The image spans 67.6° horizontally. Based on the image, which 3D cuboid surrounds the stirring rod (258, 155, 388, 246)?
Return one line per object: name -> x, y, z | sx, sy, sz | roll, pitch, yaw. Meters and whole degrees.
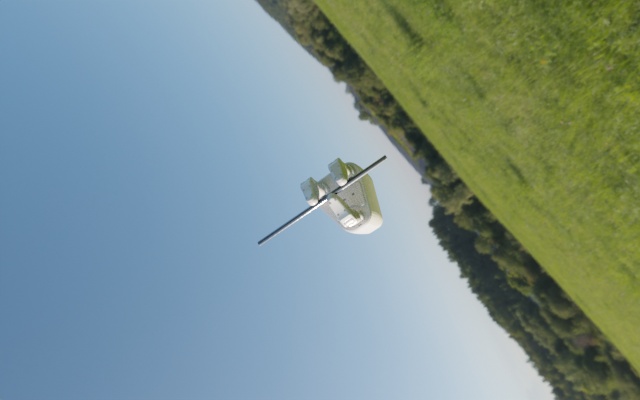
stirring rod -> 0.000, 0.002, 0.727 | 0.239, 0.011, 0.011 | -34, -9, 13
